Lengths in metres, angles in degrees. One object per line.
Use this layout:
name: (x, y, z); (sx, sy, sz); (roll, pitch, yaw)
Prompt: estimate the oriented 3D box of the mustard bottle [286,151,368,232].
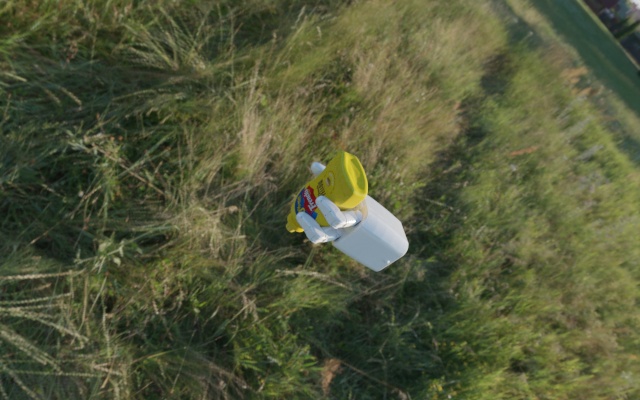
mustard bottle: (0.000, 0.003, 0.857); (0.058, 0.096, 0.192); (15, -42, -37)
